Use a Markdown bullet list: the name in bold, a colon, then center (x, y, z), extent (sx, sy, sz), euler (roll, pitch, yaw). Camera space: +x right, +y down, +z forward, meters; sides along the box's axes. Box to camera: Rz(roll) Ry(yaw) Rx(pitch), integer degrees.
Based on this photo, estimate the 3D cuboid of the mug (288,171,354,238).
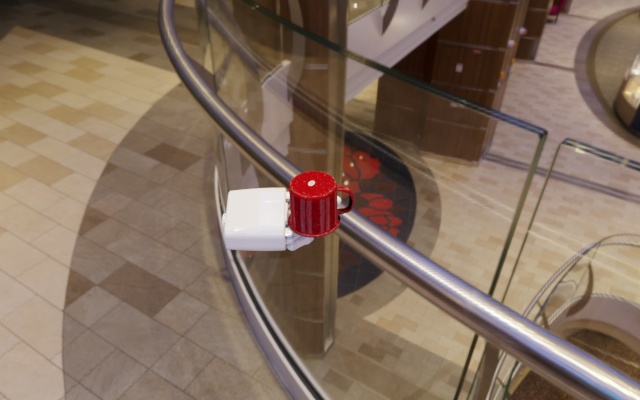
- **mug**: center (0.002, 0.002, 0.819), extent (0.117, 0.082, 0.093), euler (-3, 37, -3)
